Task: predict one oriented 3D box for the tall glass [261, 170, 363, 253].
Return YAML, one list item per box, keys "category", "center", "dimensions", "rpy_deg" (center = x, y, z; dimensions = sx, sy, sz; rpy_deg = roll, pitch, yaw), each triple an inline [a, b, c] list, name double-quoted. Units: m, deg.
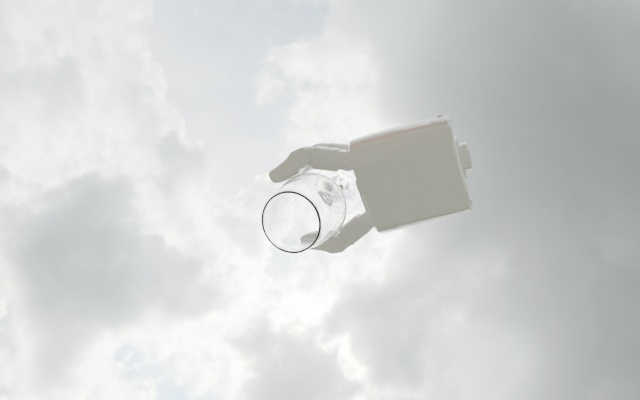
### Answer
- category: "tall glass"
  center: [0.000, 0.002, 0.551]
  dimensions: [0.079, 0.079, 0.201]
  rpy_deg: [0, 12, 18]
